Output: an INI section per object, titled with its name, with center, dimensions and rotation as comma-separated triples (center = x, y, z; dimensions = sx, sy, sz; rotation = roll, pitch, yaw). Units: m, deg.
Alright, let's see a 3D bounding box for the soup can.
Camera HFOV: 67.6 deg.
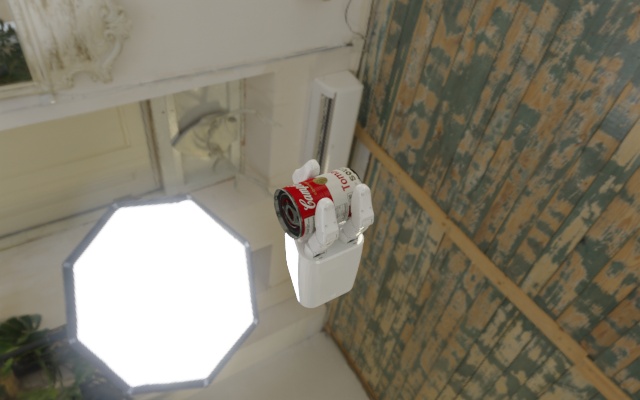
[soup can]
center = 0.000, 0.001, 0.619
dimensions = 0.102, 0.068, 0.068
rotation = -20, 9, -26
